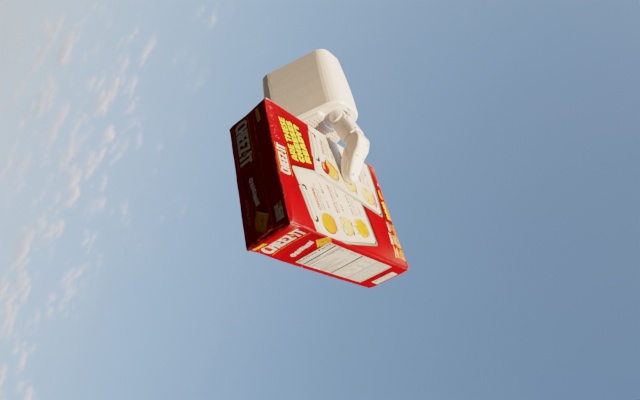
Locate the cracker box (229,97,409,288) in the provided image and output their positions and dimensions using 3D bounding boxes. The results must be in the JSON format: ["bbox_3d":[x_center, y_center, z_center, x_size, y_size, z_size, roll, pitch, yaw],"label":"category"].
[{"bbox_3d":[0.000,0.002,0.561,0.072,0.164,0.214,-34,-37,27],"label":"cracker box"}]
